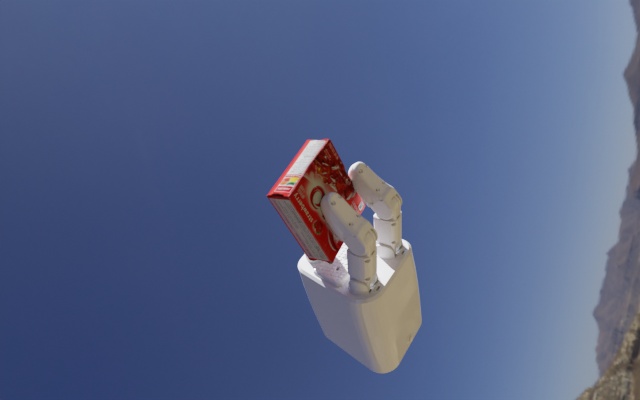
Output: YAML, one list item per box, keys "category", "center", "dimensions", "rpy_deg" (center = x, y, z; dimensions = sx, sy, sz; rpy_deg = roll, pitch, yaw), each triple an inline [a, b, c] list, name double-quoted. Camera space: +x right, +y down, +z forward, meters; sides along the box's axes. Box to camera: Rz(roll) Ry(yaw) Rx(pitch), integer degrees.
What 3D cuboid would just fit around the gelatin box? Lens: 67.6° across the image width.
- category: "gelatin box"
  center: [0.000, 0.001, 0.430]
  dimensions: [0.030, 0.073, 0.089]
  rpy_deg: [4, -42, 39]
